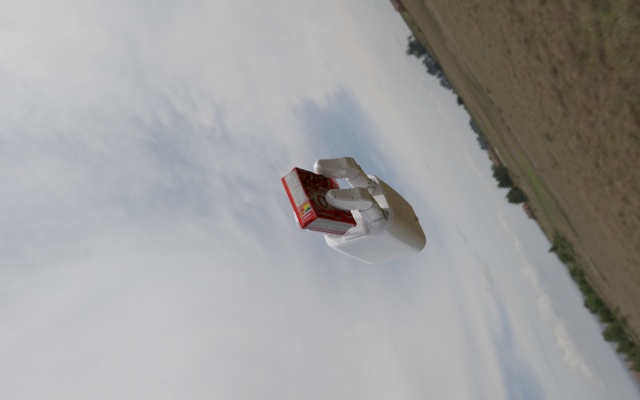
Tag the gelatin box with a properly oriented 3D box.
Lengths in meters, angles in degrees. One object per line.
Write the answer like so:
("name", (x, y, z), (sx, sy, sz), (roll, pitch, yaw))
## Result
("gelatin box", (0.000, 0.002, 0.595), (0.030, 0.073, 0.089), (-37, -29, 26))
